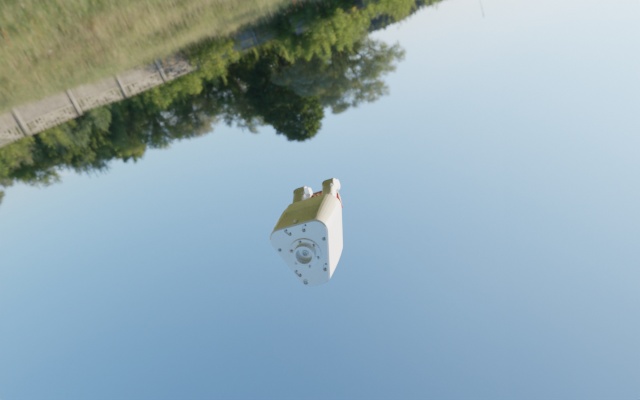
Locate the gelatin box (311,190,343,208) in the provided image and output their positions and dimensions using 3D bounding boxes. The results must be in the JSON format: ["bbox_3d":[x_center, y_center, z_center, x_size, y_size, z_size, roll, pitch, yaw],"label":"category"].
[{"bbox_3d":[0.000,0.003,0.876,0.073,0.030,0.089,-19,11,3],"label":"gelatin box"}]
